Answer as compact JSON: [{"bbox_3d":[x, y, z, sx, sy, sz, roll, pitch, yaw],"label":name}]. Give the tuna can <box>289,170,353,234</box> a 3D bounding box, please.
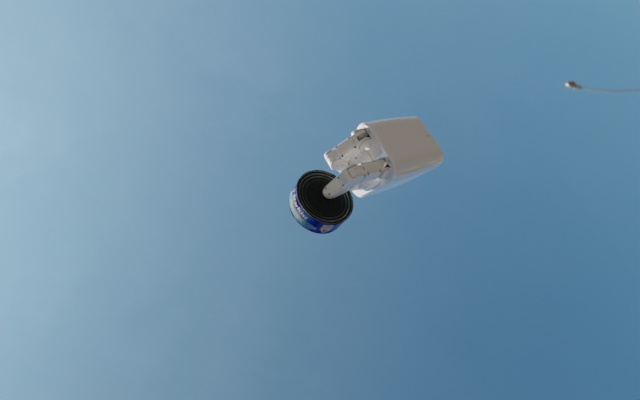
[{"bbox_3d":[0.000,0.002,0.660,0.086,0.086,0.034,0,-30,-29],"label":"tuna can"}]
